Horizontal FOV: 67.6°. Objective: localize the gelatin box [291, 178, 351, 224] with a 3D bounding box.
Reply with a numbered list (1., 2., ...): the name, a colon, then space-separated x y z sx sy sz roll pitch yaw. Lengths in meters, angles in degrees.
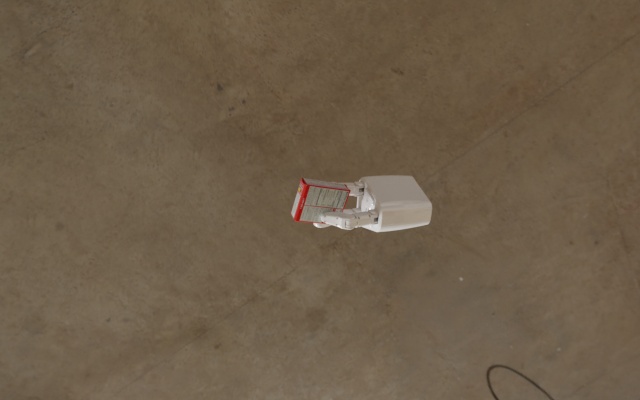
1. gelatin box: 0.000 0.003 0.843 0.089 0.073 0.030 6 26 -25
